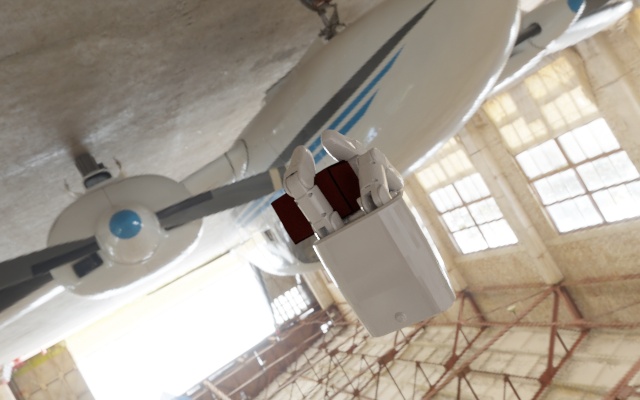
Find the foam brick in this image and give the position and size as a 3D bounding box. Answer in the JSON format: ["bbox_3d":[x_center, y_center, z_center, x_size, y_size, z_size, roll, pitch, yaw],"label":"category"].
[{"bbox_3d":[0.000,0.002,0.485,0.078,0.051,0.053,-31,0,29],"label":"foam brick"}]
